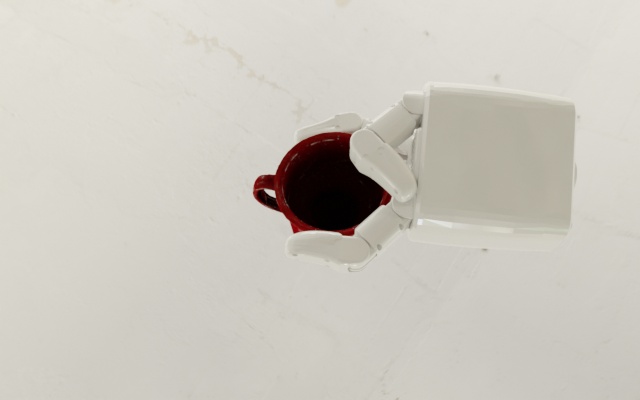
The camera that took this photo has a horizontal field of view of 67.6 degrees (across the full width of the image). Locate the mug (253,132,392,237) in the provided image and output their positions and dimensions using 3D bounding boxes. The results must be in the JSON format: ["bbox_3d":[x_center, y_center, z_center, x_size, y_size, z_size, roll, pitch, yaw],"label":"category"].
[{"bbox_3d":[-0.001,0.001,0.408,0.117,0.093,0.081,6,-25,6],"label":"mug"}]
